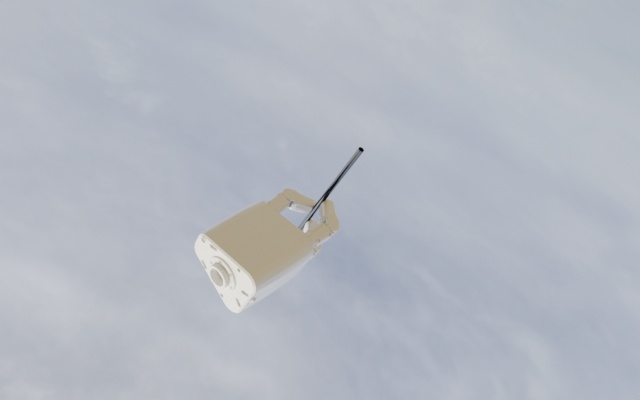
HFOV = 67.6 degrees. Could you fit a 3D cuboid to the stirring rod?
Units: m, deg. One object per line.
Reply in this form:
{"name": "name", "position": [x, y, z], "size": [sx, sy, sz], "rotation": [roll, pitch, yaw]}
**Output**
{"name": "stirring rod", "position": [0.000, 0.002, 0.693], "size": [0.011, 0.011, 0.240], "rotation": [0, -34, -31]}
